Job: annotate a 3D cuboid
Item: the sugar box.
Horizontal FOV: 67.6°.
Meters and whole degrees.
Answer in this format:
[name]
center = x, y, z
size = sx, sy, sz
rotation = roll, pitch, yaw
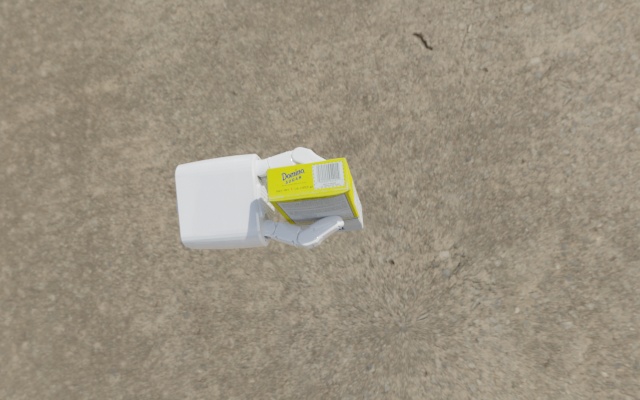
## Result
[sugar box]
center = 0.000, 0.001, 0.604
size = 0.093, 0.048, 0.176
rotation = -7, -16, 8
